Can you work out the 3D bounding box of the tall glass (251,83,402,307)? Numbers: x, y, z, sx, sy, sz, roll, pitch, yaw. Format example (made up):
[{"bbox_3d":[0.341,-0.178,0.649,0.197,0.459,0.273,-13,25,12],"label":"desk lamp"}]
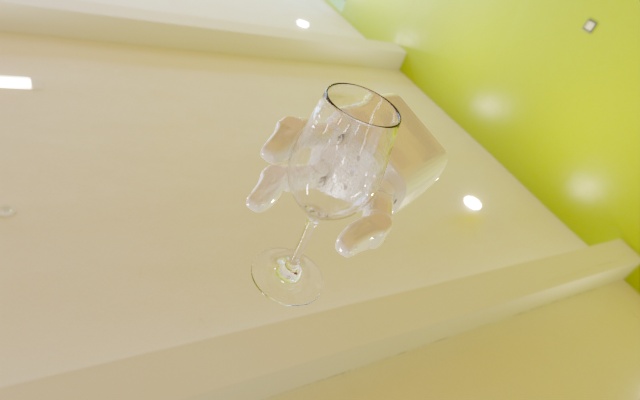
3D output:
[{"bbox_3d":[0.000,0.002,0.415,0.079,0.201,0.079,15,38,-12],"label":"tall glass"}]
